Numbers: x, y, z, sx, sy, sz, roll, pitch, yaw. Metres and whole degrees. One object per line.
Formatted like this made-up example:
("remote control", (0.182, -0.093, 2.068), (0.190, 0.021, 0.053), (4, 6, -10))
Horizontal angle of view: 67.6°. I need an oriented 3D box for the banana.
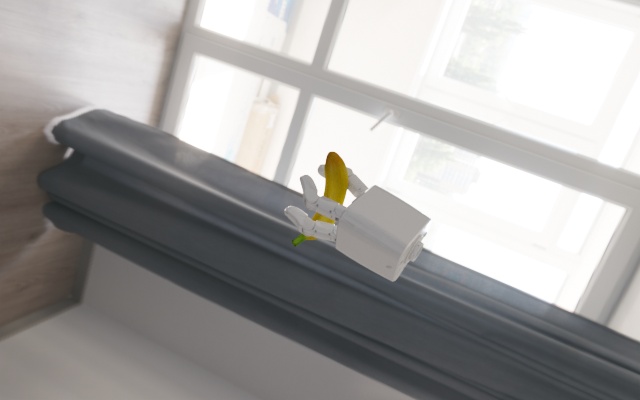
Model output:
("banana", (0.011, 0.000, 0.776), (0.037, 0.198, 0.069), (40, 39, 25))
